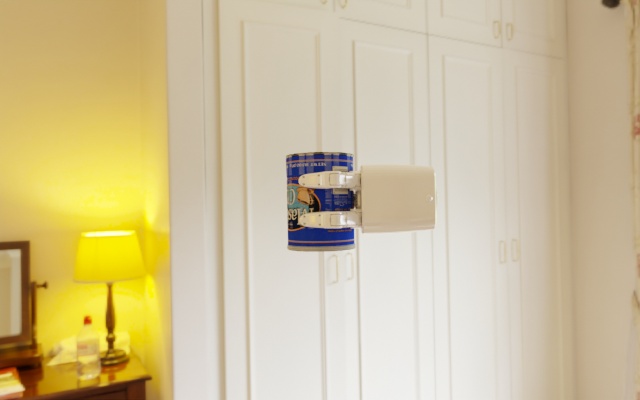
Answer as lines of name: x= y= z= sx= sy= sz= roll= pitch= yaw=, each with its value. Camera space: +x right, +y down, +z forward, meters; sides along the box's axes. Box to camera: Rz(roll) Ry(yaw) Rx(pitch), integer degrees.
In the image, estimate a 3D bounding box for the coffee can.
coffee can: x=0.000 y=0.003 z=0.717 sx=0.103 sy=0.140 sz=0.103 roll=-1 pitch=0 yaw=0
